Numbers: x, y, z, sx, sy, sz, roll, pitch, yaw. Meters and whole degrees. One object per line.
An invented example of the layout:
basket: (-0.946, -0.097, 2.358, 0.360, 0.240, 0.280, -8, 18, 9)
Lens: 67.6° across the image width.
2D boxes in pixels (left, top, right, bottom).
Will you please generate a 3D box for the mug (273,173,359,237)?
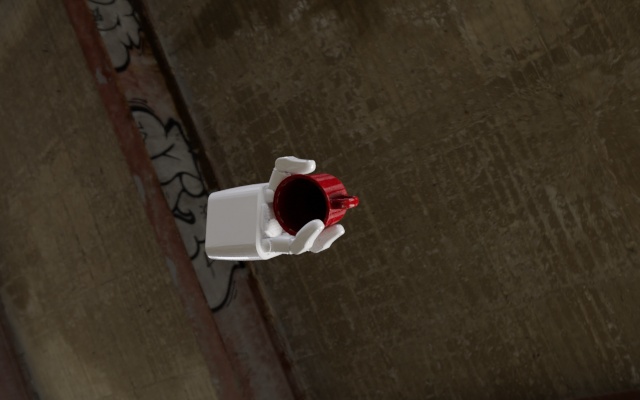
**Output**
mug: (0.001, 0.002, 0.705, 0.117, 0.093, 0.081, -4, 6, 28)
